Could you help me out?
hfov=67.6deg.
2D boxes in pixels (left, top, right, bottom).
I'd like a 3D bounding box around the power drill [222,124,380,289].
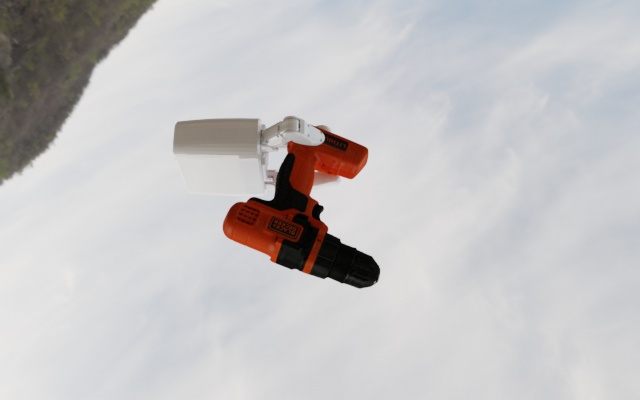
[{"bbox_3d":[0.000,0.001,0.575,0.184,0.187,0.057,23,-38,-1],"label":"power drill"}]
